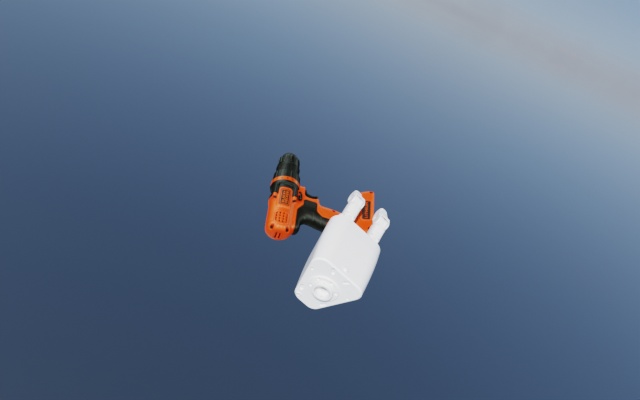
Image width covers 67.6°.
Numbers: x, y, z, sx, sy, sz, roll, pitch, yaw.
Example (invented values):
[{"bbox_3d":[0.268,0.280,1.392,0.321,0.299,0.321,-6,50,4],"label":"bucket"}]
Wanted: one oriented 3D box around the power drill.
[{"bbox_3d":[0.001,0.003,0.856,0.187,0.184,0.057,12,-37,-8],"label":"power drill"}]
